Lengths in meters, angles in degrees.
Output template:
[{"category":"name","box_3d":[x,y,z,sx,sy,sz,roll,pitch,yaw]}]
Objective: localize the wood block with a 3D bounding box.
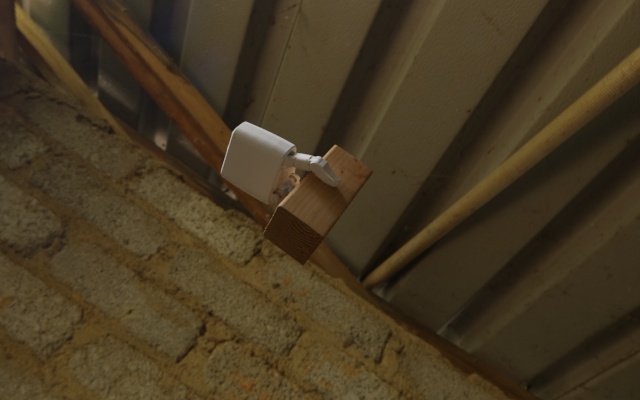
[{"category":"wood block","box_3d":[0.000,0.002,0.843,0.090,0.091,0.206,36,45,3]}]
